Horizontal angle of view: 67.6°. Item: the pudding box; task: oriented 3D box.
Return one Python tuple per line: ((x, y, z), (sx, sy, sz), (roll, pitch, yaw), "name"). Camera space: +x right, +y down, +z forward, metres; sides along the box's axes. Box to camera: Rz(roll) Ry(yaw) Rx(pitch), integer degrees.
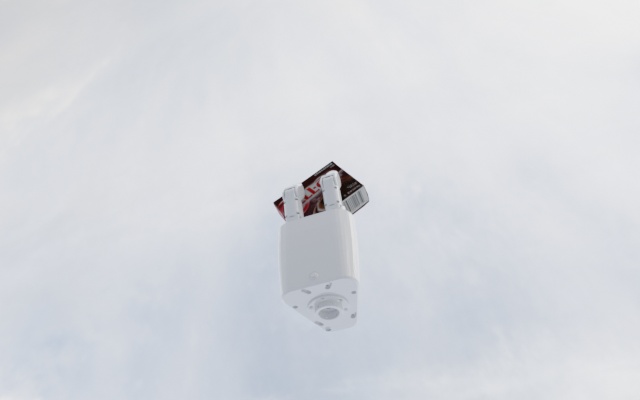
((0.000, 0.002, 0.684), (0.113, 0.039, 0.090), (-34, 40, -11), "pudding box")
